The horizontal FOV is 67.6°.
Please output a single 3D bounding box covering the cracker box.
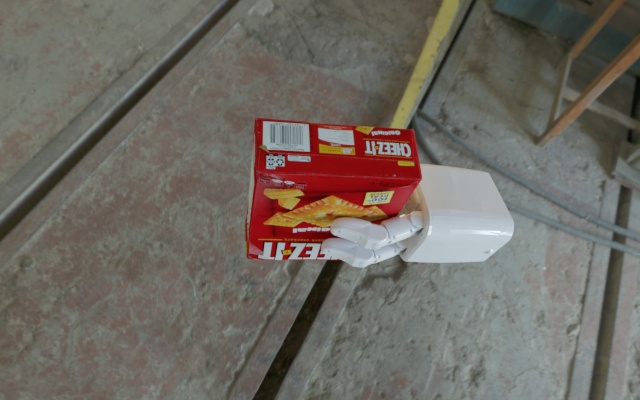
[{"bbox_3d":[0.000,0.002,0.548,0.164,0.072,0.214,2,-30,-10],"label":"cracker box"}]
